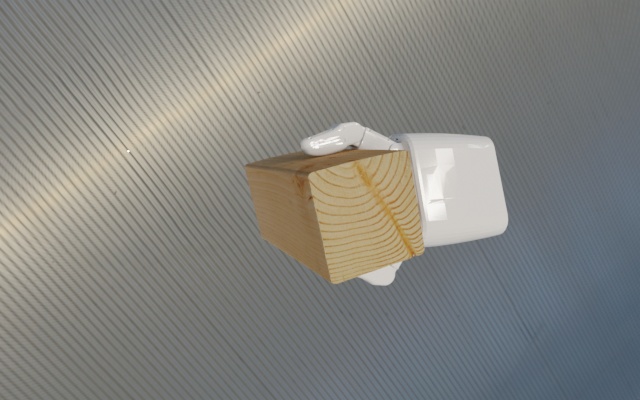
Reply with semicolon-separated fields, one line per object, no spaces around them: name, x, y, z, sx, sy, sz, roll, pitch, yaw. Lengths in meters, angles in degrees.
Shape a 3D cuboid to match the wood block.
wood block;0.000;0.001;0.466;0.090;0.091;0.206;-15;11;-20
